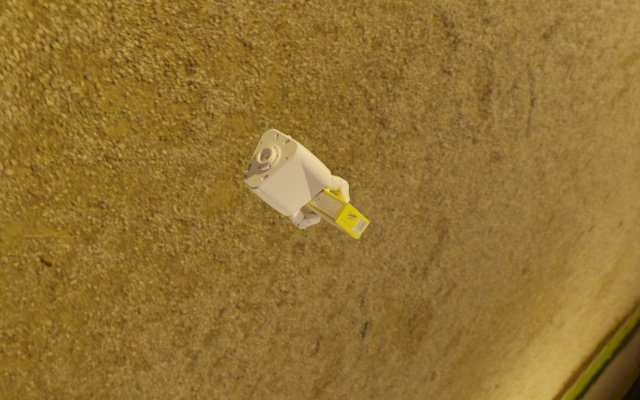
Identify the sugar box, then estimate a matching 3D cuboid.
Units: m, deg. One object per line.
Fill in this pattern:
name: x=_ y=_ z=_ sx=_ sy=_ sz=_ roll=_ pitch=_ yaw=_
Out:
sugar box: x=0.000 y=0.002 z=0.892 sx=0.176 sy=0.048 sz=0.093 roll=34 pitch=-4 yaw=39
